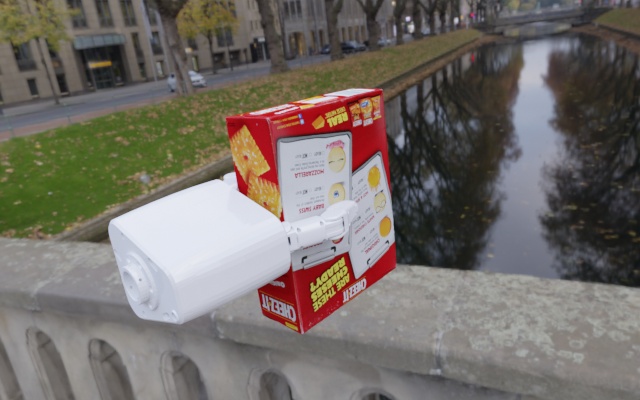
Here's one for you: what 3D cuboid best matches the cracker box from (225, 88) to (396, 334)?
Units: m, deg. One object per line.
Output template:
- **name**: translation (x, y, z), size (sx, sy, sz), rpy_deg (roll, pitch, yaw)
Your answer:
- **cracker box**: translation (0.000, 0.002, 0.503), size (0.072, 0.214, 0.164), rpy_deg (11, 26, 43)
